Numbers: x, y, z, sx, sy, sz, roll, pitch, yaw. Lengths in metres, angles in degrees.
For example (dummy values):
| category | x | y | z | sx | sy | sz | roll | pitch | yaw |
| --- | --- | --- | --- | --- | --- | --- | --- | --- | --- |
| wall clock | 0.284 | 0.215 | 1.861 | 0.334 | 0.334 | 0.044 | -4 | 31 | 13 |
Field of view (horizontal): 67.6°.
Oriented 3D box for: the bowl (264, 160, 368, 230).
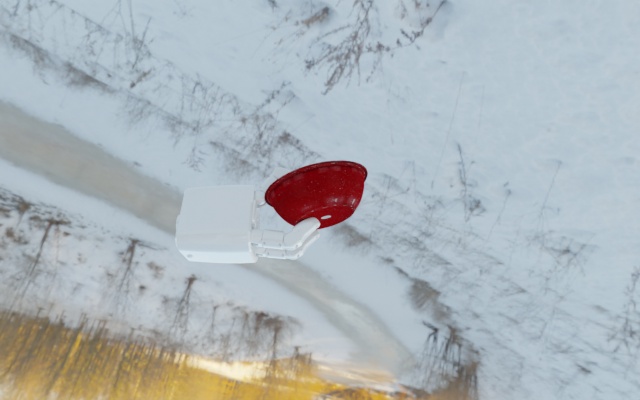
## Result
| category | x | y | z | sx | sy | sz | roll | pitch | yaw |
| --- | --- | --- | --- | --- | --- | --- | --- | --- | --- |
| bowl | 0.001 | 0.002 | 0.714 | 0.162 | 0.055 | 0.162 | -14 | -21 | -5 |
